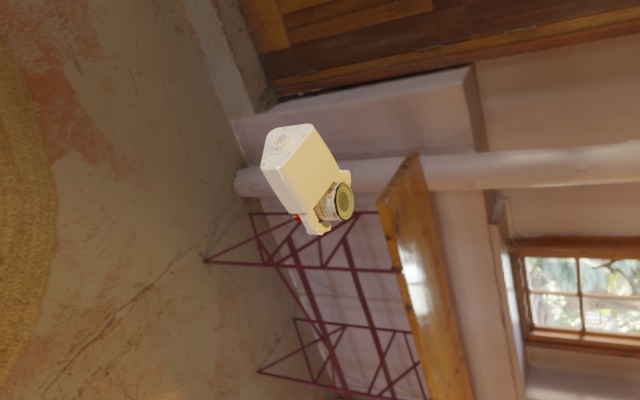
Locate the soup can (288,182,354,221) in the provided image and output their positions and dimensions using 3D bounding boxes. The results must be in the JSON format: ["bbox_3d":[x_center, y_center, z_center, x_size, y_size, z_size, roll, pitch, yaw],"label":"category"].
[{"bbox_3d":[0.001,0.003,0.854,0.102,0.068,0.068,-2,-1,31],"label":"soup can"}]
